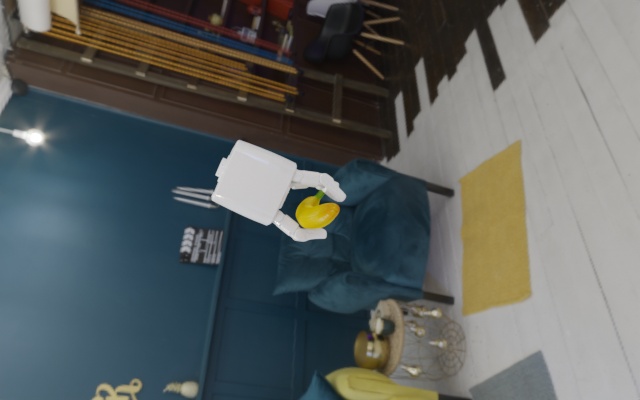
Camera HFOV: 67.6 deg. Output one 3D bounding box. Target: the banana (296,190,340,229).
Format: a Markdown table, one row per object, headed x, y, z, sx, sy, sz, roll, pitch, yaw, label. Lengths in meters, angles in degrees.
| x | y | z | sx | sy | sz | roll | pitch | yaw | label |
| --- | --- | --- | --- | --- | --- | --- | --- | --- | --- |
| -0.011 | 0.017 | 0.810 | 0.037 | 0.069 | 0.197 | 34 | 3 | -12 | banana |
